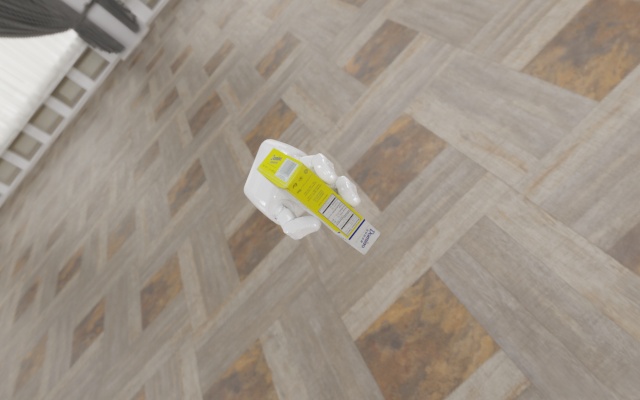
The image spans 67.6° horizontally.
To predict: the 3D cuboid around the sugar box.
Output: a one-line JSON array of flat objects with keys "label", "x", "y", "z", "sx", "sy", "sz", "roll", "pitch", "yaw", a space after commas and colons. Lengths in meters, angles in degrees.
[{"label": "sugar box", "x": 0.000, "y": 0.002, "z": 0.668, "sx": 0.176, "sy": 0.048, "sz": 0.093, "roll": 38, "pitch": -3, "yaw": -35}]
